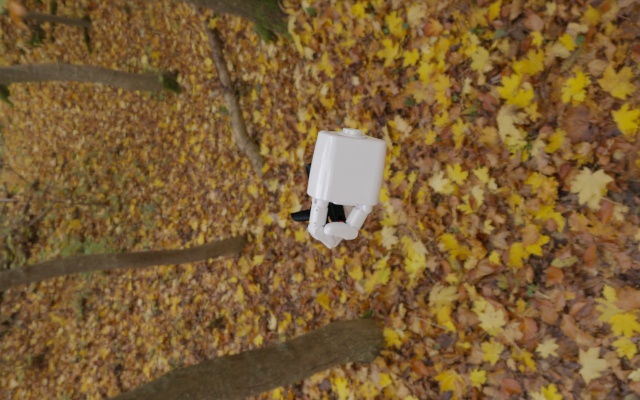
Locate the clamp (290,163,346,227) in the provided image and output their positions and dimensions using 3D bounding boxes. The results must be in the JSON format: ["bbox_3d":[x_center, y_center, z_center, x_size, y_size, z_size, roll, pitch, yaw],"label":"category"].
[{"bbox_3d":[0.000,0.003,0.865,0.039,0.120,0.171,0,16,-32],"label":"clamp"}]
